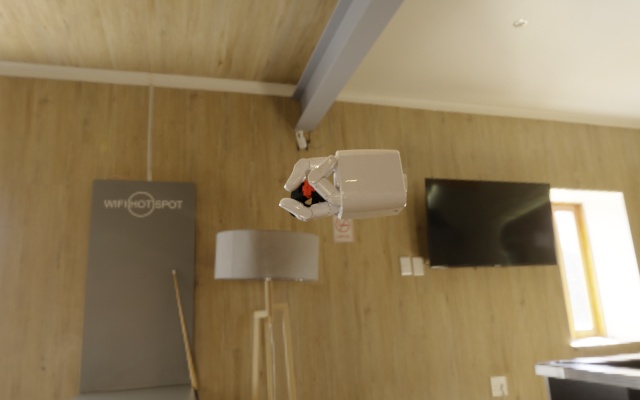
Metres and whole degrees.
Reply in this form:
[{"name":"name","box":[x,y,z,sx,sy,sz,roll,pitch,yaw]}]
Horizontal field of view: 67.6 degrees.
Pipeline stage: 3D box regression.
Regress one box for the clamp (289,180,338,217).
[{"name":"clamp","box":[0.000,0.002,0.868,0.120,0.039,0.171,-3,-13,-2]}]
